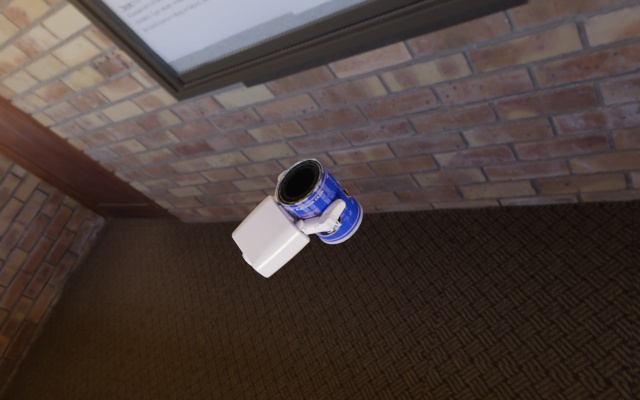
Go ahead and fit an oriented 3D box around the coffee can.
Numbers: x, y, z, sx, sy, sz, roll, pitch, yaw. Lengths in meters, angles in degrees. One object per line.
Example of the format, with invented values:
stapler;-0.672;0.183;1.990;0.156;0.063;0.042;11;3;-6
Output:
coffee can;0.000;0.003;0.891;0.103;0.102;0.140;0;-33;41
